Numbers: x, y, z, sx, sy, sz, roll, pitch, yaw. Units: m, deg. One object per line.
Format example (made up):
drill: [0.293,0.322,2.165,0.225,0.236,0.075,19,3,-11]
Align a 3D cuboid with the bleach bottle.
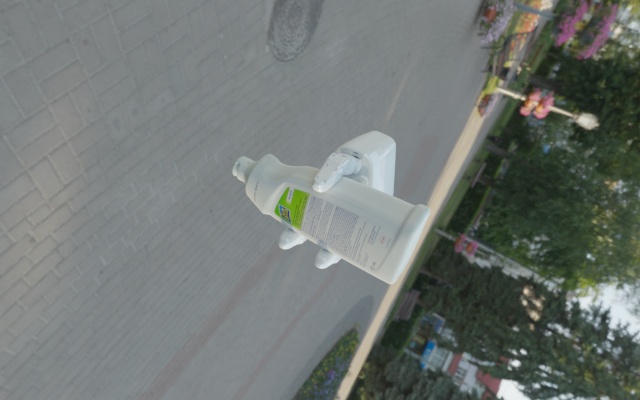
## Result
bleach bottle: [0.000,0.002,0.594,0.251,0.103,0.068,27,31,17]
